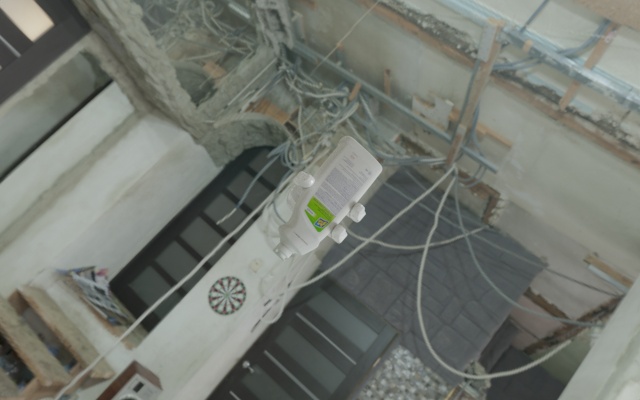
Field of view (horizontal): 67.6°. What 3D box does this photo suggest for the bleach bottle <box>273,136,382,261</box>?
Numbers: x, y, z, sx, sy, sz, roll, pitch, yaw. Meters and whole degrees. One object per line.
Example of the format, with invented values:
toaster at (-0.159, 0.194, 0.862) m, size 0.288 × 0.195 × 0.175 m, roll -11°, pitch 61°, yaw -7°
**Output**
bleach bottle at (0.000, 0.003, 0.885) m, size 0.102 × 0.251 × 0.068 m, roll 43°, pitch -13°, yaw -3°
